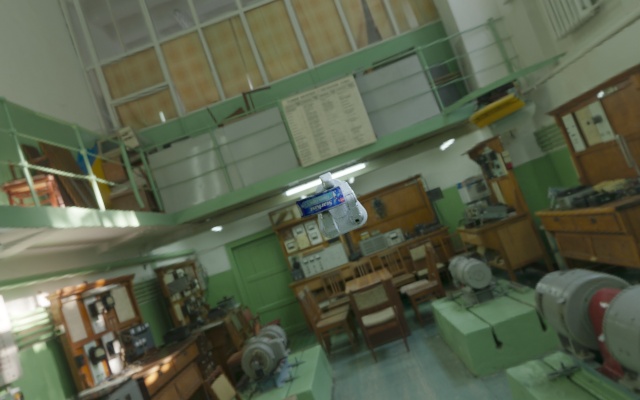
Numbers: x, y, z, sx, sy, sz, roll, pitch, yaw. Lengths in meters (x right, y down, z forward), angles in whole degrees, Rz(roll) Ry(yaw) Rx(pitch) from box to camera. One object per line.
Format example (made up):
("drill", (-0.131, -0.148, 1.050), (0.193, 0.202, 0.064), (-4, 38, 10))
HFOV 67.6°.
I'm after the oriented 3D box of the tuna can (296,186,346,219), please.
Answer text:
("tuna can", (0.000, 0.002, 0.857), (0.086, 0.034, 0.086), (-20, 2, 1))
